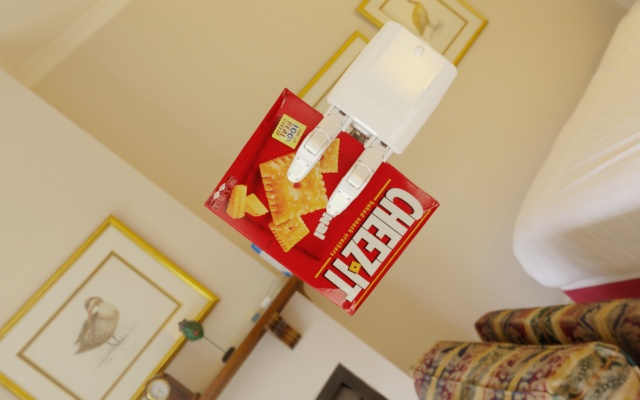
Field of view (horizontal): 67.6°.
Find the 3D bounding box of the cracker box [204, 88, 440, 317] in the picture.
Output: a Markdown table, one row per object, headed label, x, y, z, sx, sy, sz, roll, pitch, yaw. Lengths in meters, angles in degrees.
| label | x | y | z | sx | sy | sz | roll | pitch | yaw |
| --- | --- | --- | --- | --- | --- | --- | --- | --- | --- |
| cracker box | 0.000 | 0.002 | 0.551 | 0.213 | 0.164 | 0.072 | 37 | 6 | 1 |
